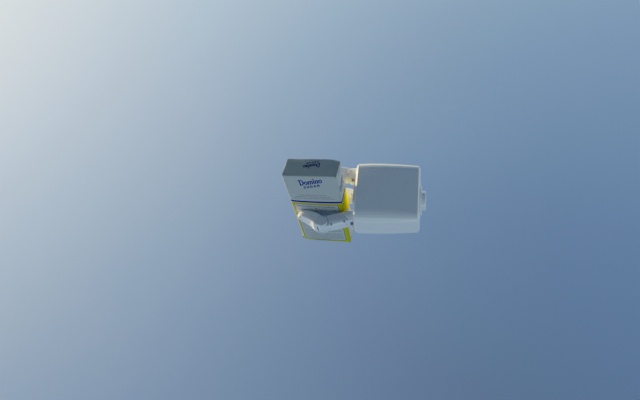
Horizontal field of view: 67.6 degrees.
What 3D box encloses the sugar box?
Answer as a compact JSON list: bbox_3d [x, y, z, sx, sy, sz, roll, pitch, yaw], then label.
[{"bbox_3d":[0.000,0.002,0.827,0.093,0.048,0.176,3,-42,15],"label":"sugar box"}]
